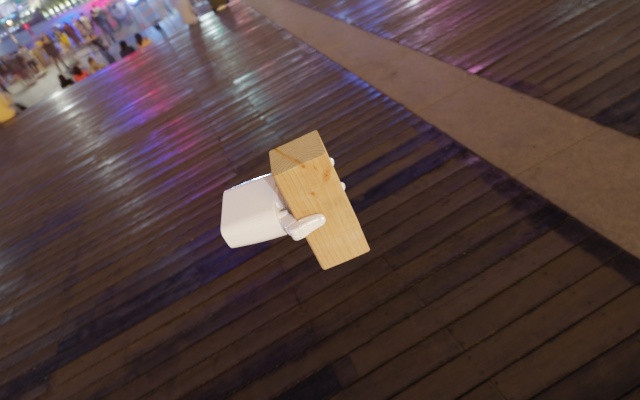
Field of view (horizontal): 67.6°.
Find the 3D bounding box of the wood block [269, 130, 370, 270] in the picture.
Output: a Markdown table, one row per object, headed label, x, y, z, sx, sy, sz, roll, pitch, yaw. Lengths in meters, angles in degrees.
| label | x | y | z | sx | sy | sz | roll | pitch | yaw |
| --- | --- | --- | --- | --- | --- | --- | --- | --- | --- |
| wood block | 0.000 | 0.003 | 0.800 | 0.090 | 0.206 | 0.090 | -24 | 32 | 5 |
